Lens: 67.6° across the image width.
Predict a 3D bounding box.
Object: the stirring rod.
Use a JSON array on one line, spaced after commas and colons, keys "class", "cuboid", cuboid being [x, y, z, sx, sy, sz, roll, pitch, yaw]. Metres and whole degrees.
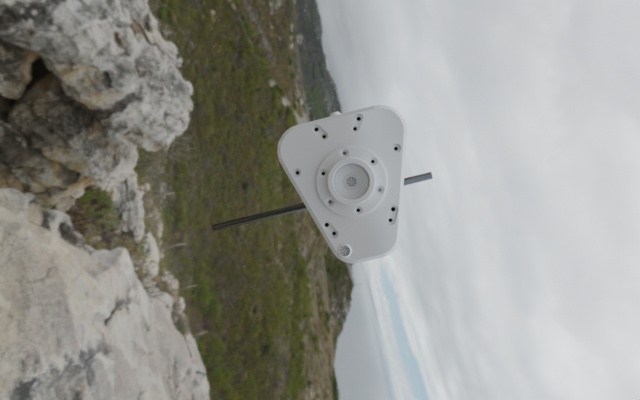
[{"class": "stirring rod", "cuboid": [0.000, 0.002, 0.510, 0.239, 0.011, 0.011, -14, -1, 4]}]
